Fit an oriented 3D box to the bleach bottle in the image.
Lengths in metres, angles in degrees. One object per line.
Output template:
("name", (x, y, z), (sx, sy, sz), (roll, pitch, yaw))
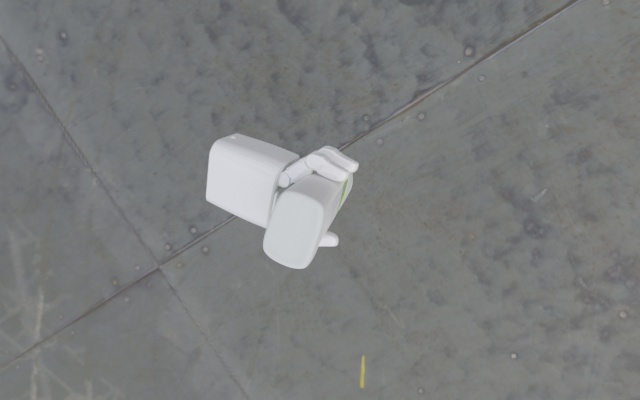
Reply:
("bleach bottle", (0.000, 0.002, 0.692), (0.068, 0.103, 0.250), (23, 21, 9))
